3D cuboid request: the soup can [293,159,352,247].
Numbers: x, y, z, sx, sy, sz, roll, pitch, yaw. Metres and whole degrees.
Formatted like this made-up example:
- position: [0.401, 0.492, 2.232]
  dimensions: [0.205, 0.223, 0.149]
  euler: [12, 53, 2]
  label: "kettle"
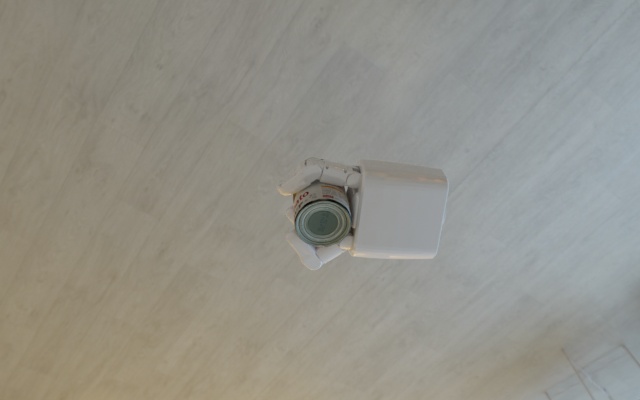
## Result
- position: [0.000, 0.002, 0.587]
  dimensions: [0.068, 0.068, 0.102]
  euler: [0, 32, -4]
  label: "soup can"
